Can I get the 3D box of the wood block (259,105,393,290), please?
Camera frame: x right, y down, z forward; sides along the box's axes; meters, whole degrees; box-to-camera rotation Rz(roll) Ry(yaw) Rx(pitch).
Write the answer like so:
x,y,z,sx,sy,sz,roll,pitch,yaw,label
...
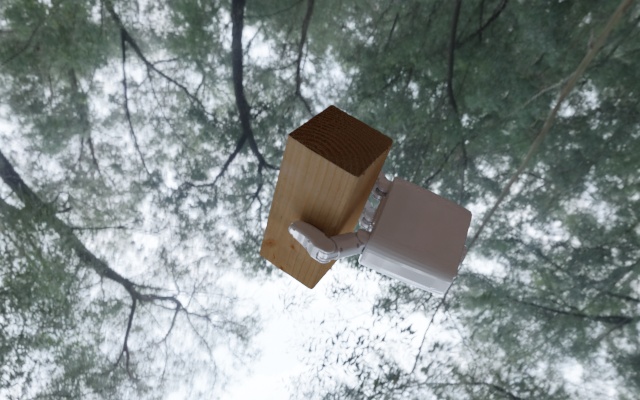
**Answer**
x,y,z,sx,sy,sz,roll,pitch,yaw,label
0.000,0.002,0.587,0.090,0.206,0.090,33,45,14,wood block
